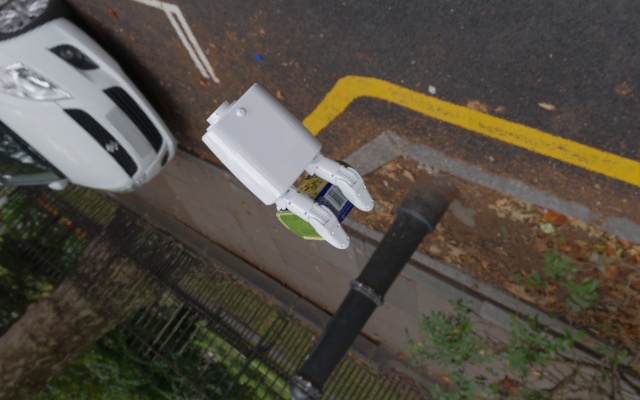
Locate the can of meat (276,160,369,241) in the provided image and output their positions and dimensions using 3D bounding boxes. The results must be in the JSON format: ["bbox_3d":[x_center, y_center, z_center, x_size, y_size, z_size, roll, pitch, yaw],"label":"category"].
[{"bbox_3d":[0.000,0.002,0.604,0.057,0.084,0.102,46,-22,-18],"label":"can of meat"}]
